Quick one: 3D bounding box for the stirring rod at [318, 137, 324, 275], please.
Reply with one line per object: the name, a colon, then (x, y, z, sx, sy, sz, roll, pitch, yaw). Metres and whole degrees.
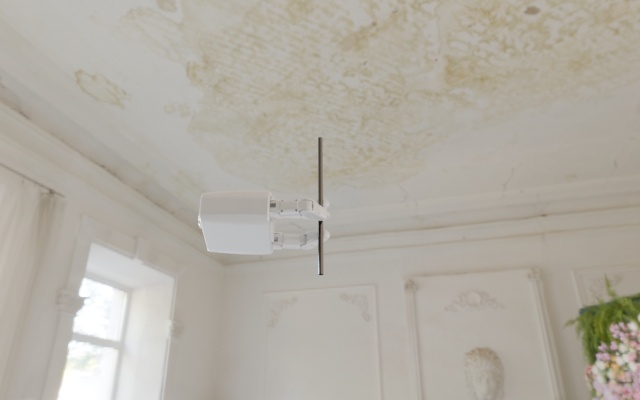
stirring rod: (0.000, 0.003, 0.771, 0.011, 0.239, 0.011, 0, -24, 0)
